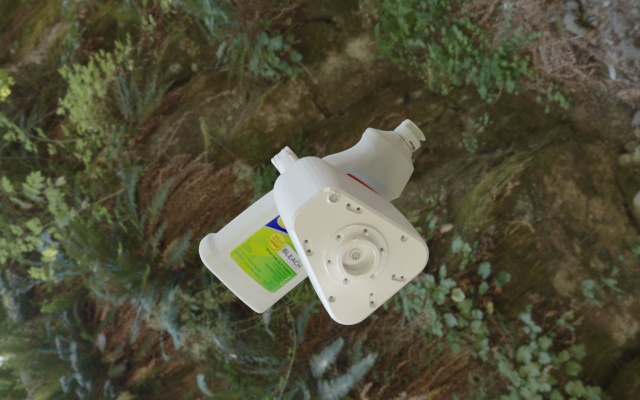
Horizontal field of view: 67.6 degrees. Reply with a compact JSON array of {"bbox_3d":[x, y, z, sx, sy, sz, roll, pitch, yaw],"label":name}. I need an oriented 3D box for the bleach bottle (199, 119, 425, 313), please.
[{"bbox_3d":[0.000,0.002,0.502,0.251,0.102,0.068,-41,19,3],"label":"bleach bottle"}]
